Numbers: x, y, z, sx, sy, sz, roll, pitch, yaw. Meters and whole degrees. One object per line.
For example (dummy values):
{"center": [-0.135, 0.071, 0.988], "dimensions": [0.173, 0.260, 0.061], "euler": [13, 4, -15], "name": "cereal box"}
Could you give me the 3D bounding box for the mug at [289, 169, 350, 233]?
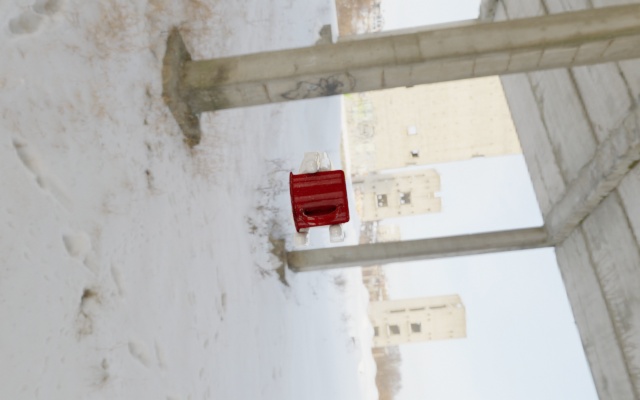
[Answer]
{"center": [0.000, 0.003, 0.705], "dimensions": [0.081, 0.093, 0.117], "euler": [-7, 23, 3], "name": "mug"}
